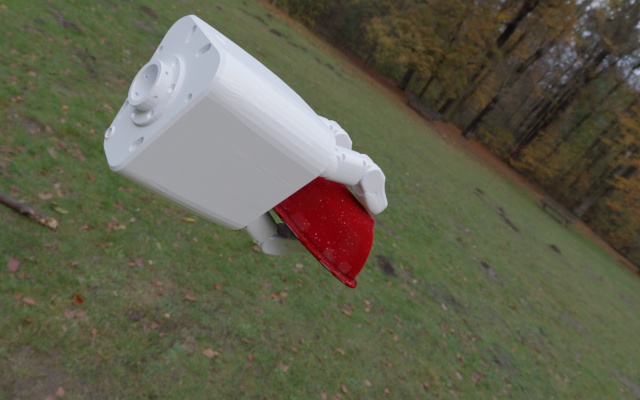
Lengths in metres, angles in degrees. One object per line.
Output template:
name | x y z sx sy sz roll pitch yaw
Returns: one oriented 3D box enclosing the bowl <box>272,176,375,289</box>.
bowl | 0.001 0.002 0.442 0.055 0.162 0.162 -40 -3 3
